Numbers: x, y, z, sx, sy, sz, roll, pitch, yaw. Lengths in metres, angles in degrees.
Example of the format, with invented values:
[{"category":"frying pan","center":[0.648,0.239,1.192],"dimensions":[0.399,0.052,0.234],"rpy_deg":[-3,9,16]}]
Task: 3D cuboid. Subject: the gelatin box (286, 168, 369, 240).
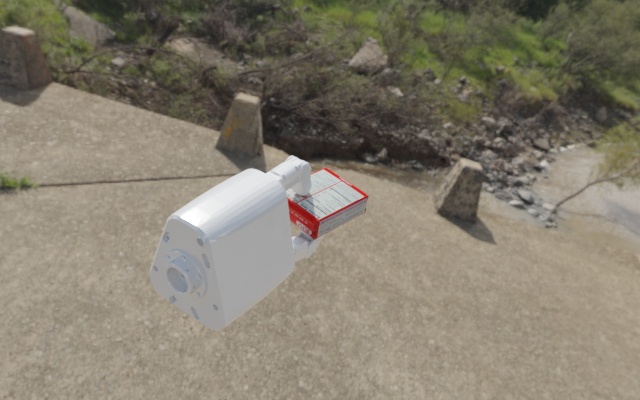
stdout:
[{"category":"gelatin box","center":[0.000,0.001,0.560],"dimensions":[0.073,0.030,0.089],"rpy_deg":[35,43,31]}]
